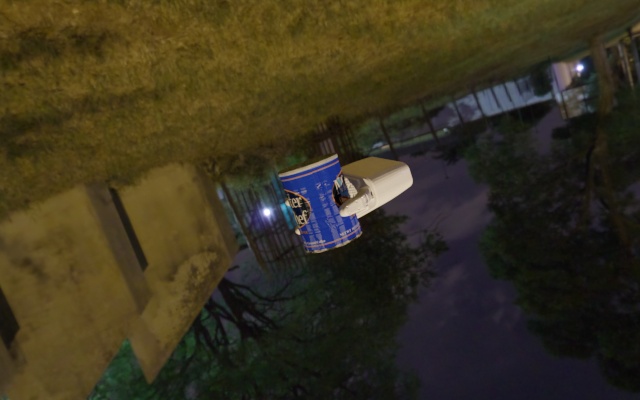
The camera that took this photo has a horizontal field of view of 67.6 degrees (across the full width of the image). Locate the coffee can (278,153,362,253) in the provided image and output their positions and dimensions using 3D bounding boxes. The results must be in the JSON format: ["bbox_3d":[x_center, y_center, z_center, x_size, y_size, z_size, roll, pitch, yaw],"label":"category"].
[{"bbox_3d":[0.000,0.003,0.796,0.103,0.140,0.103,-18,9,3],"label":"coffee can"}]
